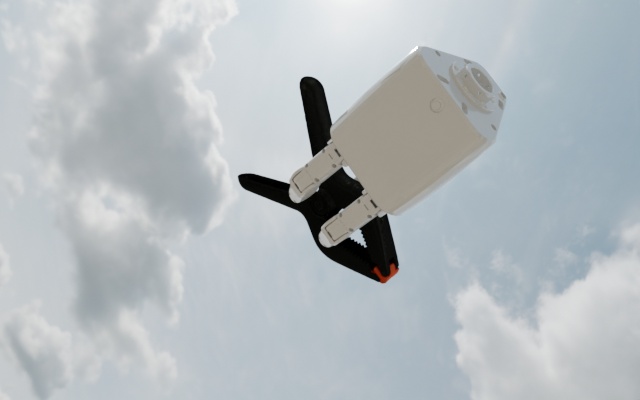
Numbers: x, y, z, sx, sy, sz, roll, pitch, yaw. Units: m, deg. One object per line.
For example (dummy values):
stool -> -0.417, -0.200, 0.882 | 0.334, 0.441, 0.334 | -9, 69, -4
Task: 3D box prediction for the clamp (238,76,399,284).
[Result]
clamp -> 0.001, 0.002, 0.502 | 0.036, 0.210, 0.165 | -26, -11, -48
